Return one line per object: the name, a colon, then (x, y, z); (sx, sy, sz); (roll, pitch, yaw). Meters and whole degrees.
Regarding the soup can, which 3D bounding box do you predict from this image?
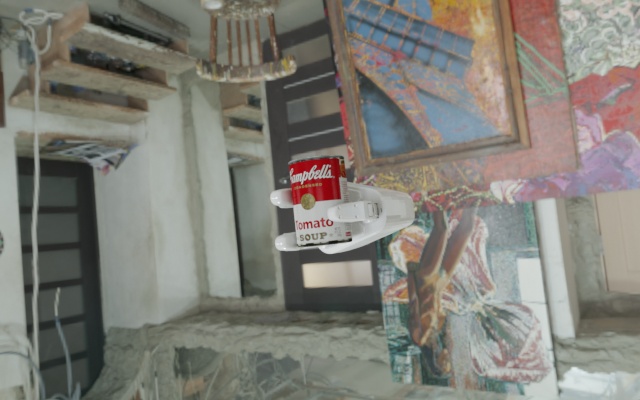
soup can: (0.000, 0.002, 0.570); (0.068, 0.102, 0.068); (-6, -3, 0)
